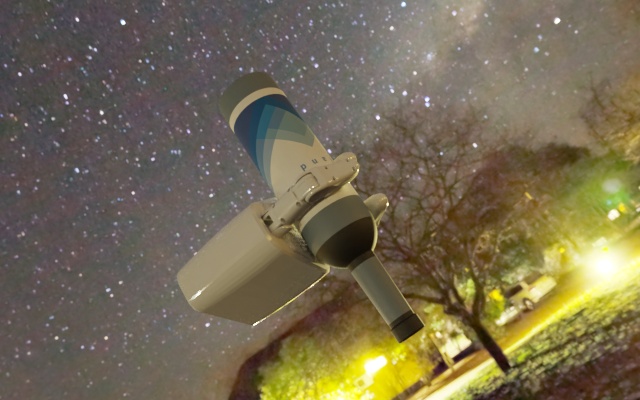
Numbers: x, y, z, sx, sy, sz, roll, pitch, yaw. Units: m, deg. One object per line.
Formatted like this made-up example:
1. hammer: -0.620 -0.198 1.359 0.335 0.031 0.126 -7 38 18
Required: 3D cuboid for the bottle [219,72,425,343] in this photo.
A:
1. bottle: 0.000 0.001 0.458 0.069 0.295 0.069 -30 -21 -13
